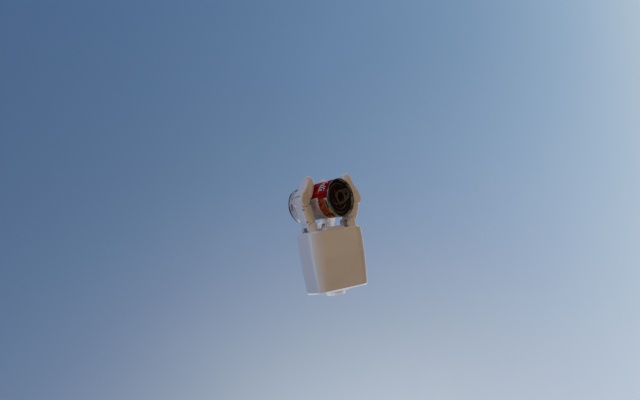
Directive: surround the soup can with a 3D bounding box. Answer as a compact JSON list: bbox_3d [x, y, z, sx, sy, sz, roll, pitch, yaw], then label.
[{"bbox_3d":[0.000,0.002,0.857,0.102,0.068,0.068,-13,-9,43],"label":"soup can"}]
